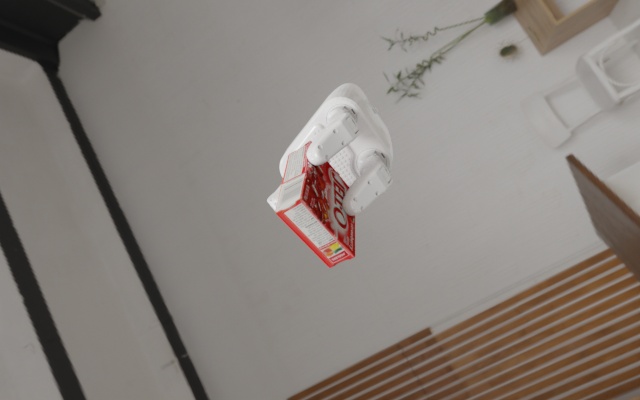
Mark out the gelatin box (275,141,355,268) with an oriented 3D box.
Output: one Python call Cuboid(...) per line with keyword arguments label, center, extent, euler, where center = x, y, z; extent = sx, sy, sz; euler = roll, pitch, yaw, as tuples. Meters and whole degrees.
Cuboid(label="gelatin box", center=(0.000, 0.002, 0.412), extent=(0.030, 0.073, 0.089), euler=(-28, 30, 24))
